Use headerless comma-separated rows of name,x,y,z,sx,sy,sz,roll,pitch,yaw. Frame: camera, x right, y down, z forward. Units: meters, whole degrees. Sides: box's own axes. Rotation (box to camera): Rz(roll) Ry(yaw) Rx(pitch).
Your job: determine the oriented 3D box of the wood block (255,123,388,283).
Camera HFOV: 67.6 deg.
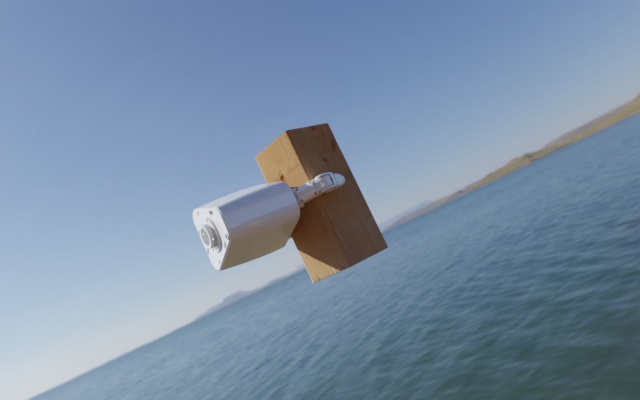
wood block,0.000,0.002,0.702,0.090,0.206,0.091,-19,-9,-45
